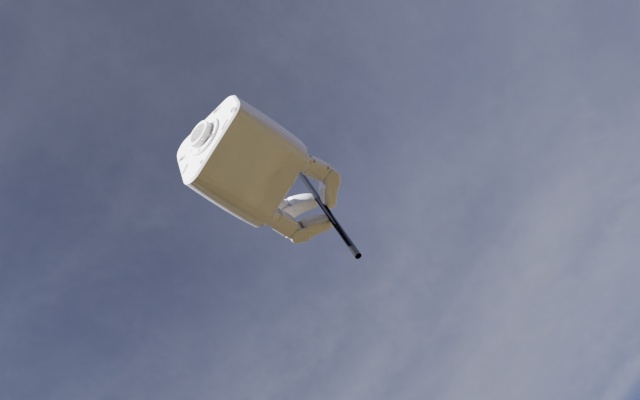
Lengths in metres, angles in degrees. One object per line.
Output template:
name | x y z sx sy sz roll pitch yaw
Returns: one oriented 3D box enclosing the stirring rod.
stirring rod | 0.000 0.002 0.631 0.011 0.011 0.239 0 30 -24
